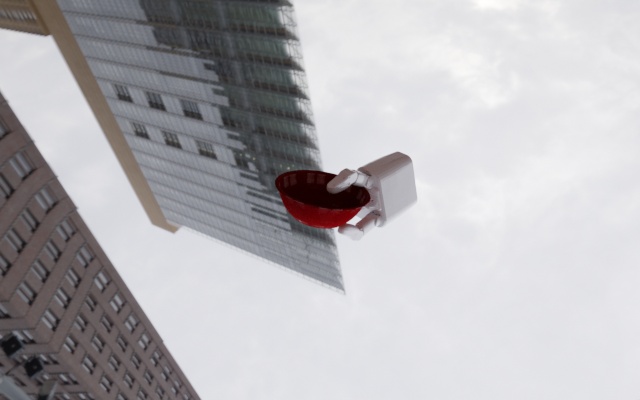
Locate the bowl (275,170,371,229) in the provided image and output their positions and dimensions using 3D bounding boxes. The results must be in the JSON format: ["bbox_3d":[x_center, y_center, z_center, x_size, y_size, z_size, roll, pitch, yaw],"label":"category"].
[{"bbox_3d":[-0.001,0.003,0.805,0.162,0.055,0.162,9,23,-4],"label":"bowl"}]
